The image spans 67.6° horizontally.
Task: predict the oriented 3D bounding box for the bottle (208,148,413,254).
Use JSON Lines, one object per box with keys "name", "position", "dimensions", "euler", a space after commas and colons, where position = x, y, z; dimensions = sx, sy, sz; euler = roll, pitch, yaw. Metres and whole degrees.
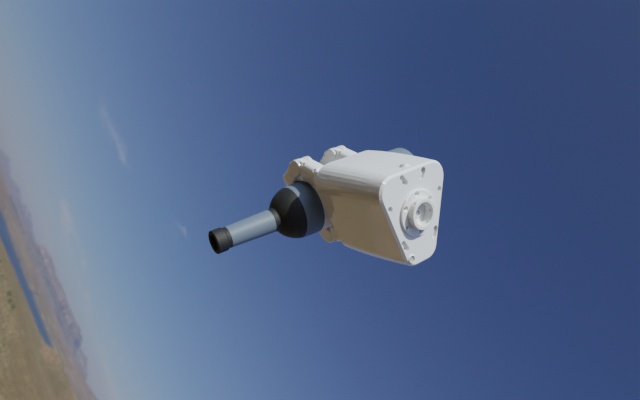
{"name": "bottle", "position": [0.000, 0.002, 0.601], "dimensions": [0.295, 0.069, 0.069], "euler": [-21, 11, -31]}
